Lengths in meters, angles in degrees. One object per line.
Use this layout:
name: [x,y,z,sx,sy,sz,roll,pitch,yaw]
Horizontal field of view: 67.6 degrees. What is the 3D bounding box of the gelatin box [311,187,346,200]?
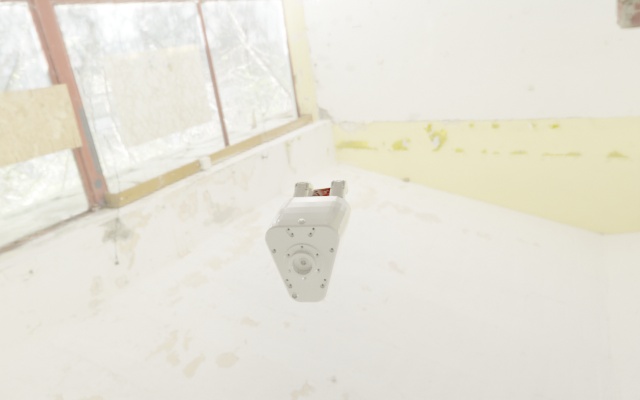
gelatin box: [0.000,0.003,0.758,0.073,0.030,0.089,-7,14,-2]
